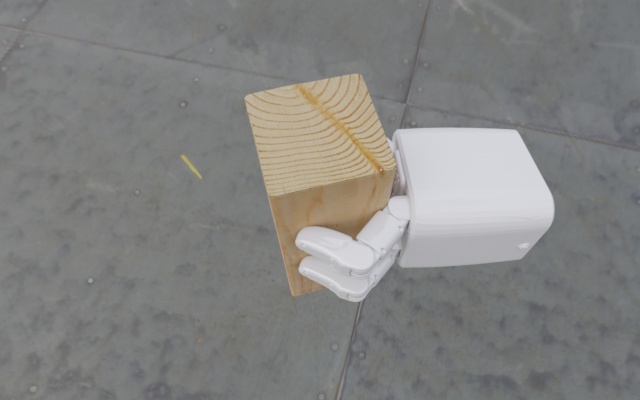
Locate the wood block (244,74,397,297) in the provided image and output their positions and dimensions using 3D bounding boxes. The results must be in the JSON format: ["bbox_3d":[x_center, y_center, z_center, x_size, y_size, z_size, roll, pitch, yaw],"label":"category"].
[{"bbox_3d":[0.000,0.001,0.418,0.090,0.090,0.206,-13,-29,-6],"label":"wood block"}]
